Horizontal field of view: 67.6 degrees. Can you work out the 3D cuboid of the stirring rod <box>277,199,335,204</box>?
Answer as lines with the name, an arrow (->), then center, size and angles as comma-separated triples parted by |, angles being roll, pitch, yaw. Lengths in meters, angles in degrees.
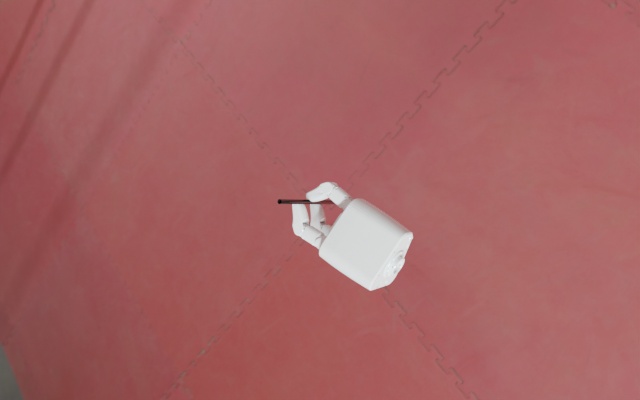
stirring rod -> 0.000, 0.003, 0.852 | 0.011, 0.011, 0.239 | 0, -1, 33
